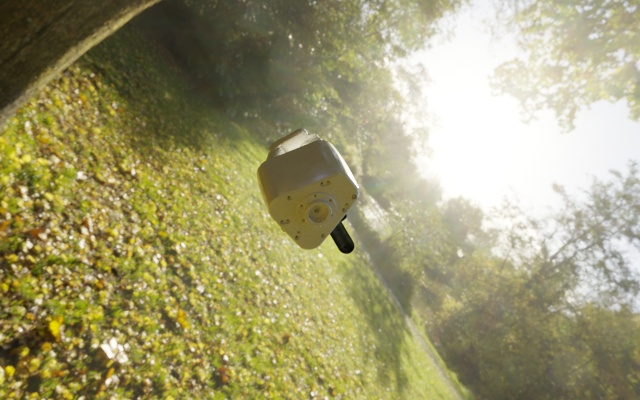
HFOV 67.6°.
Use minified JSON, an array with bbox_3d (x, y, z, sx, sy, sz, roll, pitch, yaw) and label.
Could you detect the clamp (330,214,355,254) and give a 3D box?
[{"bbox_3d":[0.001,0.002,0.722,0.039,0.171,0.120,-37,30,6],"label":"clamp"}]
